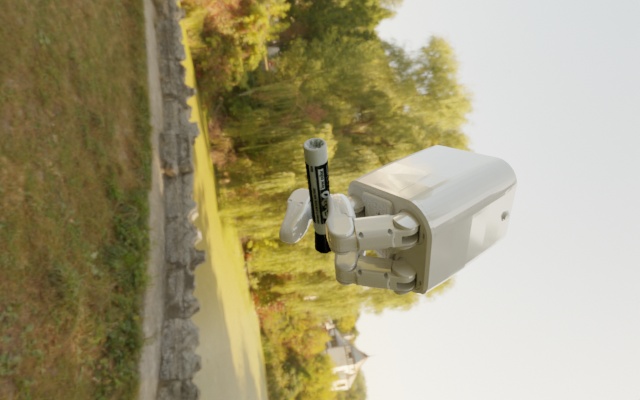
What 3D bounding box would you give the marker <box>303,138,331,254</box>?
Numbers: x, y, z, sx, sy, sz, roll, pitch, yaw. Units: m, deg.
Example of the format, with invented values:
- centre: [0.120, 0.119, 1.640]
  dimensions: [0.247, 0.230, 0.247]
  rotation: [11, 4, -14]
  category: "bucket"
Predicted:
- centre: [0.000, 0.001, 0.415]
  dimensions: [0.020, 0.121, 0.020]
  rotation: [-3, 40, 3]
  category: "marker"
